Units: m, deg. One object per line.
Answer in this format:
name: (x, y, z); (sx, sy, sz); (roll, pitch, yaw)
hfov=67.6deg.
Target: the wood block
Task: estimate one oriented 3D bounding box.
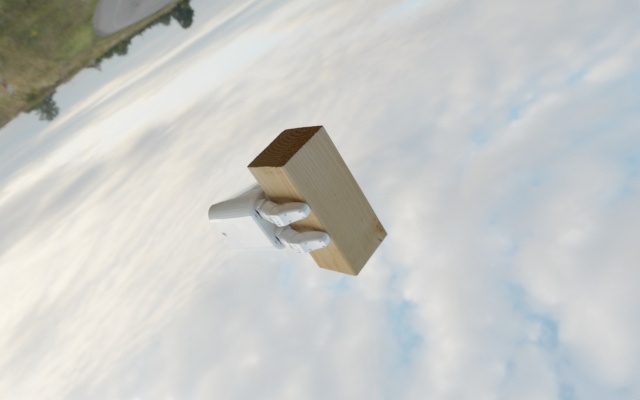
wood block: (0.000, 0.002, 0.695); (0.090, 0.206, 0.090); (4, 46, 49)
